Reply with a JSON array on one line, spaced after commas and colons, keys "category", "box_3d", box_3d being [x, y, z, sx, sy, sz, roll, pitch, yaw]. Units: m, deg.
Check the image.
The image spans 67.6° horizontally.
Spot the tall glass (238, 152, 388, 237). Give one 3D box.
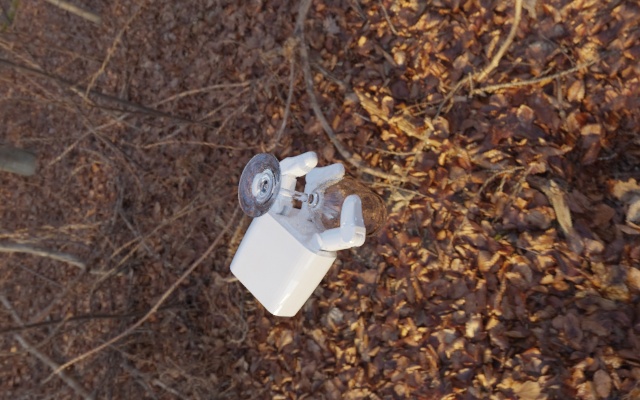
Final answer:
[{"category": "tall glass", "box_3d": [0.000, 0.002, 0.598, 0.079, 0.079, 0.201, 0, -11, 45]}]
